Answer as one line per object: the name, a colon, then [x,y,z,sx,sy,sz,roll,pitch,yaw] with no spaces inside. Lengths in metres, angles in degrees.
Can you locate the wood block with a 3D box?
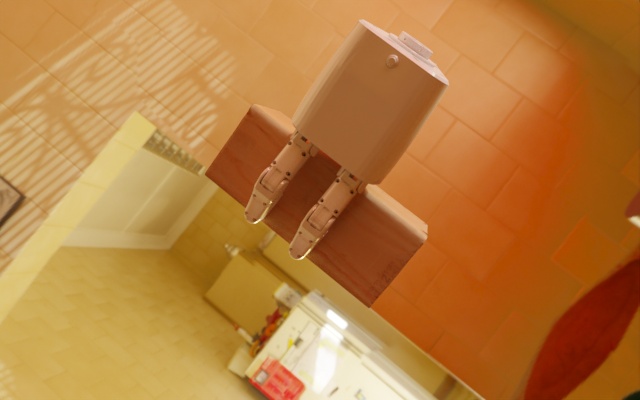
wood block: [0.000,0.001,0.492,0.206,0.090,0.091,39,12,7]
